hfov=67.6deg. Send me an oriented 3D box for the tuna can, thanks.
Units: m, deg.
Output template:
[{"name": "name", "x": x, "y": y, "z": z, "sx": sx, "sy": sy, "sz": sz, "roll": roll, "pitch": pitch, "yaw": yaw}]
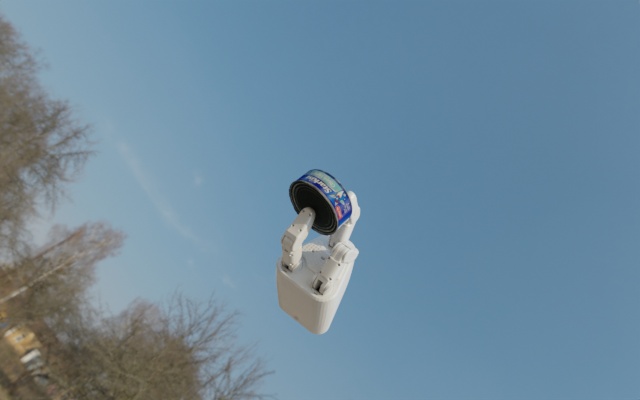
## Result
[{"name": "tuna can", "x": 0.000, "y": 0.002, "z": 0.628, "sx": 0.033, "sy": 0.086, "sz": 0.086, "roll": -39, "pitch": 22, "yaw": -30}]
